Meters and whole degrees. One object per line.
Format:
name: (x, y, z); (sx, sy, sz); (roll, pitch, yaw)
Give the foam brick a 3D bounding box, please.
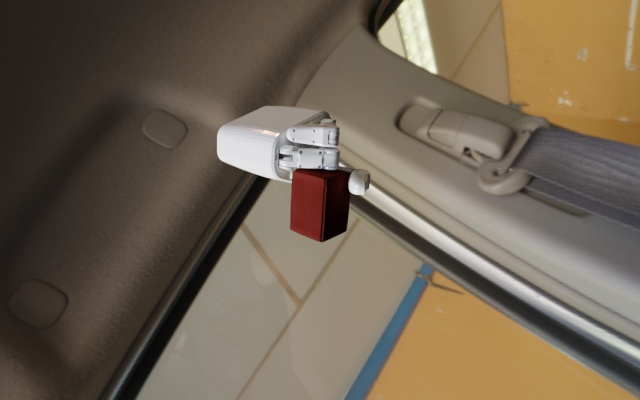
foam brick: (0.000, 0.002, 0.574); (0.051, 0.078, 0.053); (16, 20, 35)
